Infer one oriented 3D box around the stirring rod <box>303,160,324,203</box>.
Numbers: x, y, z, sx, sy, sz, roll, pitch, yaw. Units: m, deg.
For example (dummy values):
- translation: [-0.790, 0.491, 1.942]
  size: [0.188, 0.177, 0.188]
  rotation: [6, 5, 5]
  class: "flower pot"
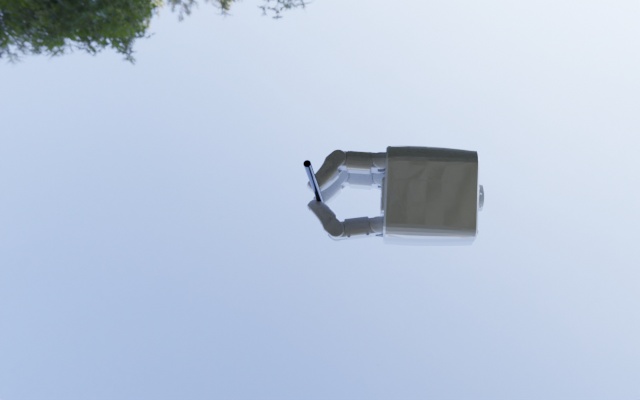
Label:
- translation: [0.000, 0.002, 0.591]
  size: [0.011, 0.011, 0.240]
  rotation: [0, -19, 7]
  class: "stirring rod"
